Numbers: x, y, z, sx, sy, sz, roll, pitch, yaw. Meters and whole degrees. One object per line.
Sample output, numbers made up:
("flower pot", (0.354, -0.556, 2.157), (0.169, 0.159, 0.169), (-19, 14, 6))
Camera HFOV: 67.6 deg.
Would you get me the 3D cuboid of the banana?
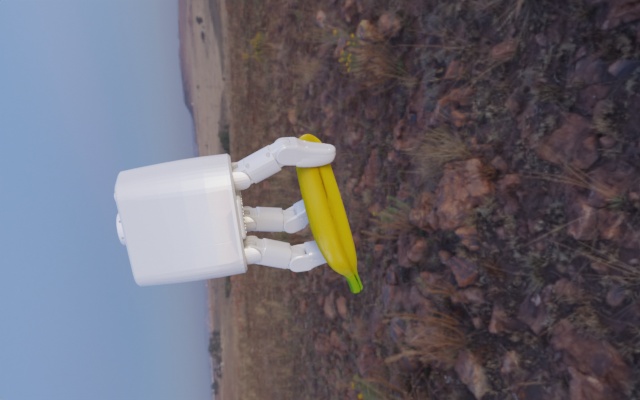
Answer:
("banana", (0.000, -0.005, 0.486), (0.037, 0.197, 0.070), (-14, -31, -3))
